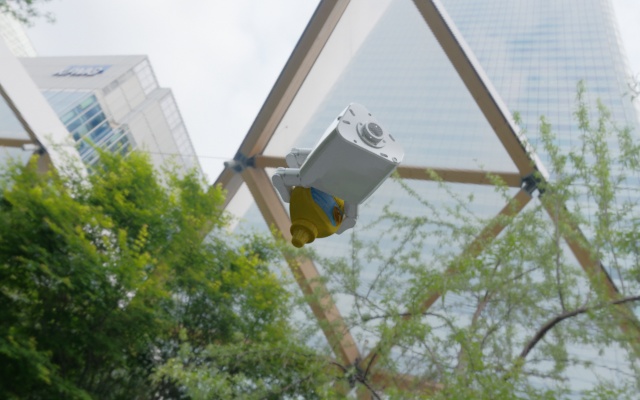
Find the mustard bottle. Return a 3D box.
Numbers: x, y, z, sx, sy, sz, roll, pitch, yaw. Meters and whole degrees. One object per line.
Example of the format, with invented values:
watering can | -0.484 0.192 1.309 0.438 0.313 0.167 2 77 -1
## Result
mustard bottle | 0.000 0.002 0.752 0.058 0.096 0.191 -17 30 36
